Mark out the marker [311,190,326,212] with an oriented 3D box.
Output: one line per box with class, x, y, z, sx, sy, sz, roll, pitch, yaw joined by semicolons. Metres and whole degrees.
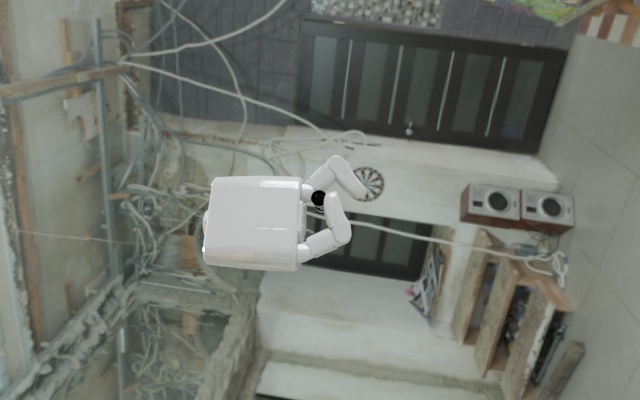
marker;0.000;0.002;0.602;0.020;0.020;0.121;0;-5;2
